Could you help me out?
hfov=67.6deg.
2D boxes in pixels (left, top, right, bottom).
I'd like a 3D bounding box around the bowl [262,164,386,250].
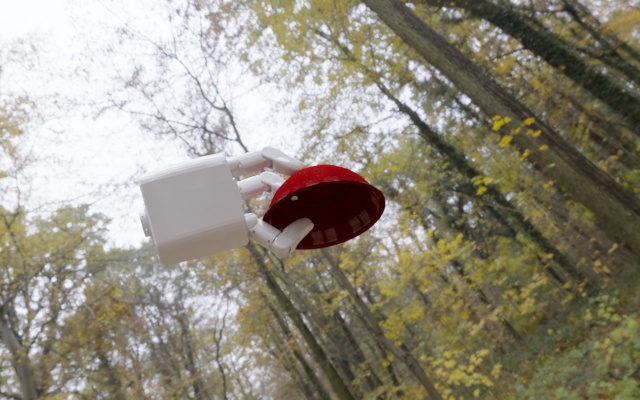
[{"bbox_3d":[0.001,0.002,0.621,0.162,0.055,0.162,-9,-32,-6],"label":"bowl"}]
